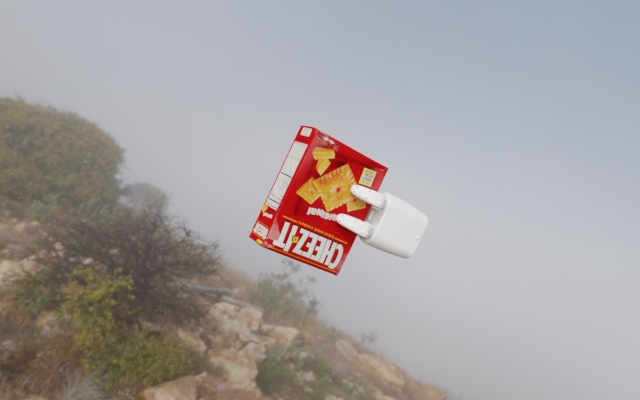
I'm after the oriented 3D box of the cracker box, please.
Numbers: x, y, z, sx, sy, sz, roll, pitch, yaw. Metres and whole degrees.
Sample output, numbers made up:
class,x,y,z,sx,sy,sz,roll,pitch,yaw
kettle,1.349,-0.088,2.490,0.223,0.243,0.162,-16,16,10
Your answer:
class,x,y,z,sx,sy,sz,roll,pitch,yaw
cracker box,0.000,0.003,0.824,0.164,0.213,0.072,25,0,-30
